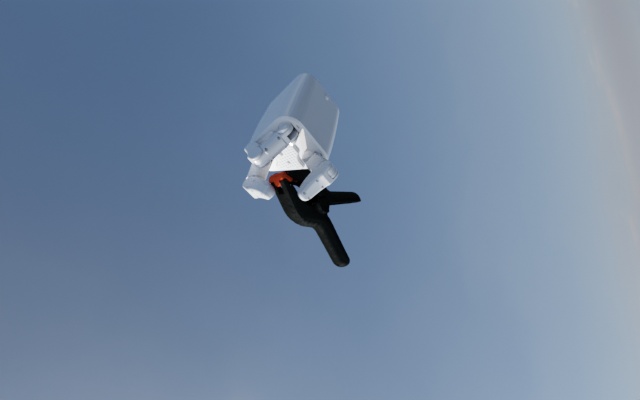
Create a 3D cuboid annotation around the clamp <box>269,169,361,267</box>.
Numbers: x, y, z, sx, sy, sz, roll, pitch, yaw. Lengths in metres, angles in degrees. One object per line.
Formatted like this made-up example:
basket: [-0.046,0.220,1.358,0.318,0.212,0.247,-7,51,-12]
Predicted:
clamp: [0.000,0.002,0.672,0.039,0.120,0.171,-17,-49,34]
